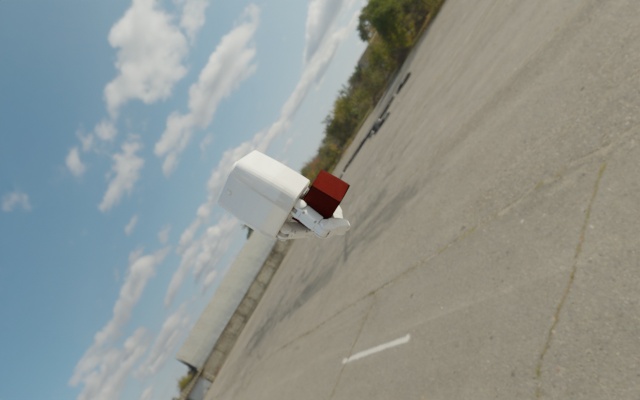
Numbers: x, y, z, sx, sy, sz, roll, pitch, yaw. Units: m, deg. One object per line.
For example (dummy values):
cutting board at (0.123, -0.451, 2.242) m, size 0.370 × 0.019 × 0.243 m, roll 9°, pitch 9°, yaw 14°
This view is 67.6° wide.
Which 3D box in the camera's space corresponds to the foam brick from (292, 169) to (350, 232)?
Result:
foam brick at (0.000, 0.002, 0.733) m, size 0.051 × 0.078 × 0.053 m, roll 32°, pitch 36°, yaw 0°
